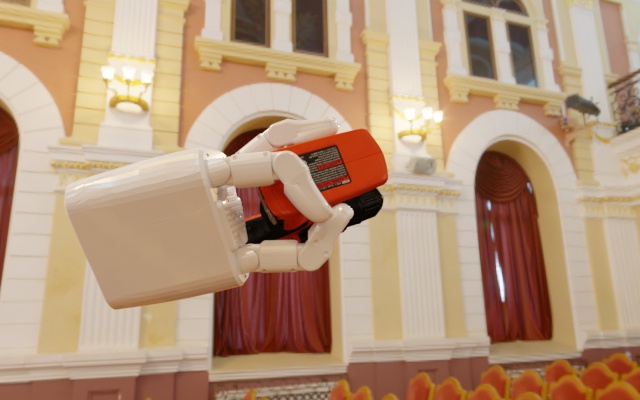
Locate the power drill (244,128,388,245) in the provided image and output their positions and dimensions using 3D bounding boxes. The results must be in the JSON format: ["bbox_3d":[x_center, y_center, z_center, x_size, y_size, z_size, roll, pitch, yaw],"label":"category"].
[{"bbox_3d":[0.000,0.001,0.463,0.184,0.057,0.188,-20,-15,-18],"label":"power drill"}]
